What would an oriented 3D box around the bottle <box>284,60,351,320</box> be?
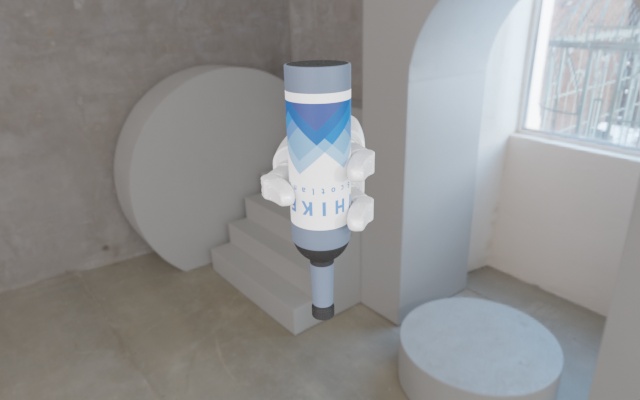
[{"bbox_3d":[0.000,0.002,0.524,0.069,0.296,0.069,-1,22,0],"label":"bottle"}]
